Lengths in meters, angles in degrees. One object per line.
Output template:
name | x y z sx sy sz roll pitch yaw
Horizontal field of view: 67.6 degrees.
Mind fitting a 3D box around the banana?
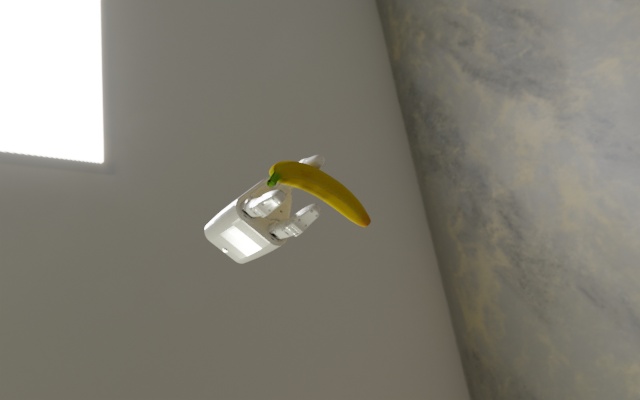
banana | -0.004 -0.015 0.694 0.198 0.069 0.037 22 -41 -37
